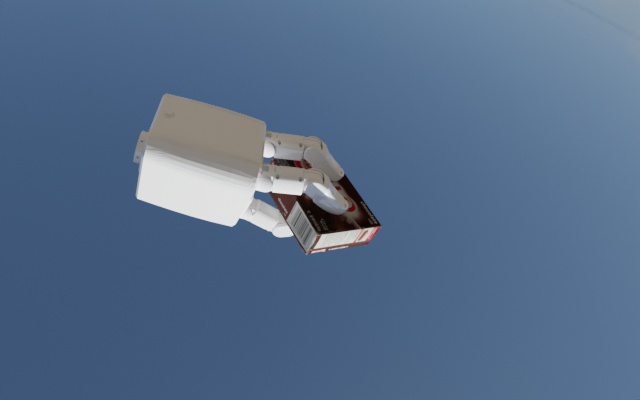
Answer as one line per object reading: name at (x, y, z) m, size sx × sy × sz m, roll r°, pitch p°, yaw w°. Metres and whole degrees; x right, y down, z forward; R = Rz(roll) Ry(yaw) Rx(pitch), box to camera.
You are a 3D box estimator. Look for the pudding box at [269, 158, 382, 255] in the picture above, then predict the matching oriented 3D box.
pudding box at (0.000, 0.002, 0.526) m, size 0.090 × 0.113 × 0.039 m, roll -5°, pitch -38°, yaw -38°
